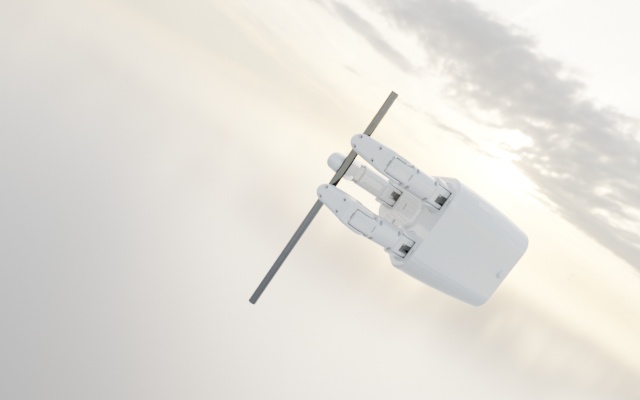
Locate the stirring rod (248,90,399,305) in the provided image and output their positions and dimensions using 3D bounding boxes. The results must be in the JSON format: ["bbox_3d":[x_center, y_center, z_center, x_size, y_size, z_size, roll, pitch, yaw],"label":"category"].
[{"bbox_3d":[0.000,0.002,0.447,0.011,0.239,0.011,33,10,-6],"label":"stirring rod"}]
